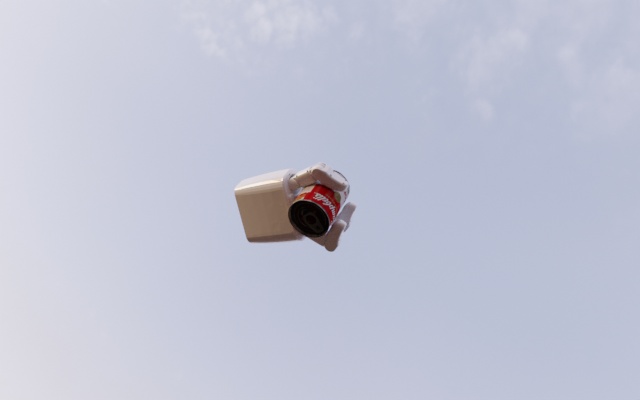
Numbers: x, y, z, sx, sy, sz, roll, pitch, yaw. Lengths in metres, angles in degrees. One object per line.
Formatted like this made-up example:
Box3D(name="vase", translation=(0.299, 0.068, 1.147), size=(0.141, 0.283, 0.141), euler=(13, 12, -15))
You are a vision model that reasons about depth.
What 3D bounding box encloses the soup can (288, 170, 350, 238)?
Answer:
Box3D(name="soup can", translation=(0.001, 0.002, 0.756), size=(0.068, 0.068, 0.102), euler=(0, 31, 25))
